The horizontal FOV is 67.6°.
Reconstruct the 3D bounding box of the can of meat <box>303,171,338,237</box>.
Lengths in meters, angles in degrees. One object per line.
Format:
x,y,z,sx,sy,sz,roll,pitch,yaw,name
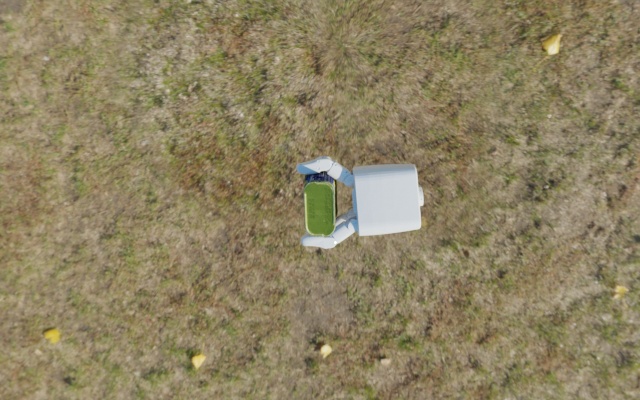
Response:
0.000,0.003,0.817,0.057,0.102,0.084,-2,18,2,can of meat
